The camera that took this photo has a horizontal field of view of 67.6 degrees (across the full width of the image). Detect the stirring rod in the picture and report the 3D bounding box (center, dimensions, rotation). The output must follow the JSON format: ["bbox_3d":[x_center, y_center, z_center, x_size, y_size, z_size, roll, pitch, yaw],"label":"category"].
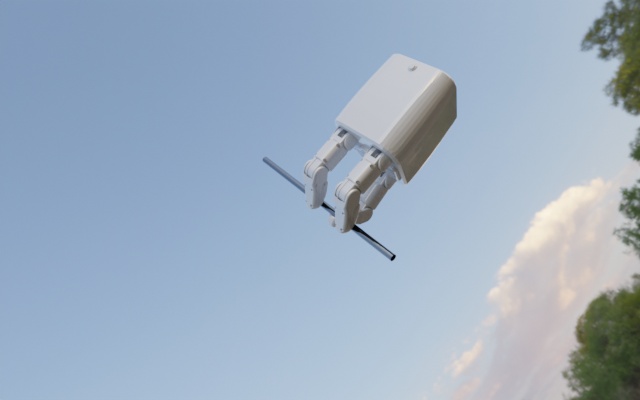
[{"bbox_3d":[0.000,0.002,0.563,0.011,0.011,0.239,0,28,-45],"label":"stirring rod"}]
